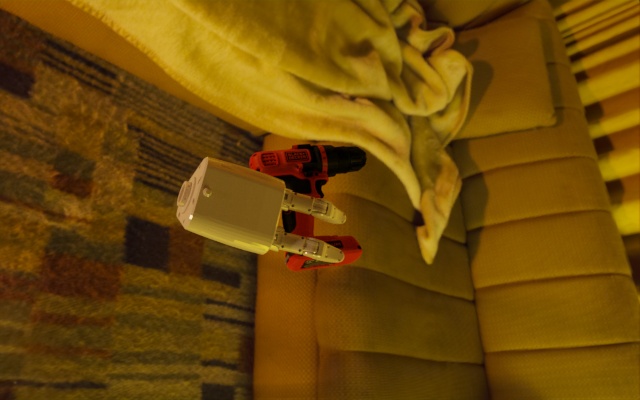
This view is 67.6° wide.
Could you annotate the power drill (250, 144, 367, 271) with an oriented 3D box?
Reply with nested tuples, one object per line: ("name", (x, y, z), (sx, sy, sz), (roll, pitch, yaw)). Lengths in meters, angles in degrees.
("power drill", (0.000, 0.003, 0.699), (0.184, 0.187, 0.057), (-7, -27, -17))
